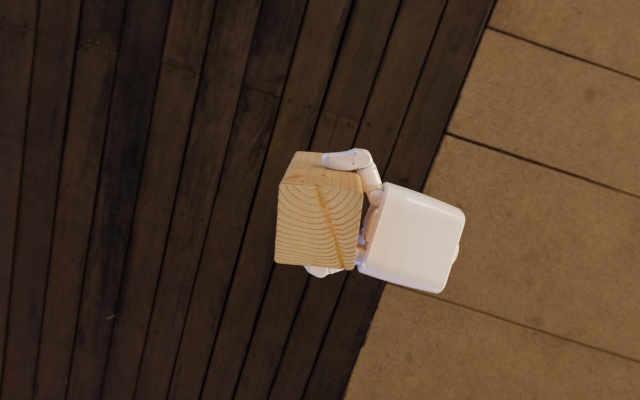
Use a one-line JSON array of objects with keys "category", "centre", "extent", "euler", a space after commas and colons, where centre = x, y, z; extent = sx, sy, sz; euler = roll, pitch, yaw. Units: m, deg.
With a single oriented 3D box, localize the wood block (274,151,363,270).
[{"category": "wood block", "centre": [0.001, 0.002, 0.604], "extent": [0.090, 0.091, 0.206], "euler": [6, 15, 0]}]
